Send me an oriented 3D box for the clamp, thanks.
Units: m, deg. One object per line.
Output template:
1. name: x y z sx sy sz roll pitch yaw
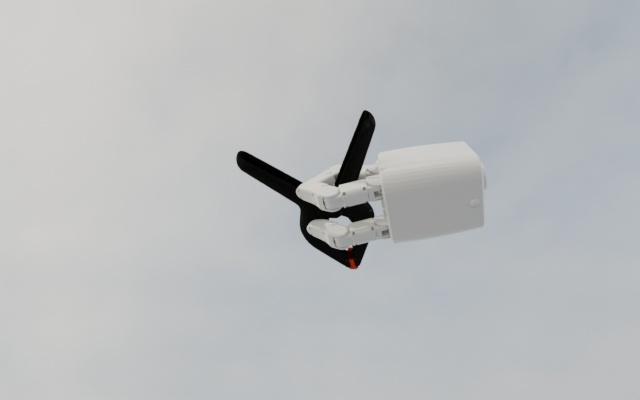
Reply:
1. clamp: 0.000 0.002 0.584 0.164 0.210 0.036 -10 33 8
